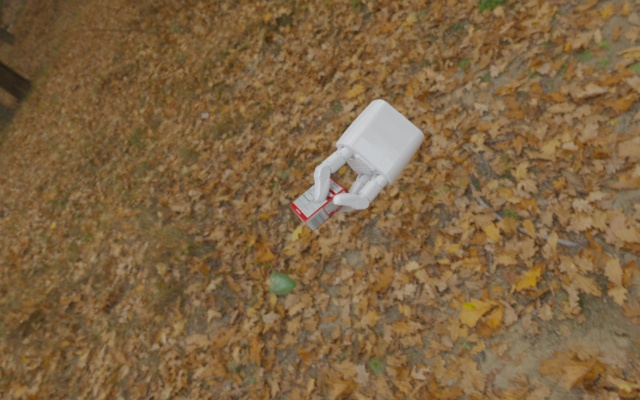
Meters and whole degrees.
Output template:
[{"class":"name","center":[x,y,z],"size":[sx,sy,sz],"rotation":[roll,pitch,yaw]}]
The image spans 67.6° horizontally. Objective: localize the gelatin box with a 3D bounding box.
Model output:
[{"class":"gelatin box","center":[0.000,0.003,0.819],"size":[0.089,0.030,0.073],"rotation":[-40,33,-5]}]
